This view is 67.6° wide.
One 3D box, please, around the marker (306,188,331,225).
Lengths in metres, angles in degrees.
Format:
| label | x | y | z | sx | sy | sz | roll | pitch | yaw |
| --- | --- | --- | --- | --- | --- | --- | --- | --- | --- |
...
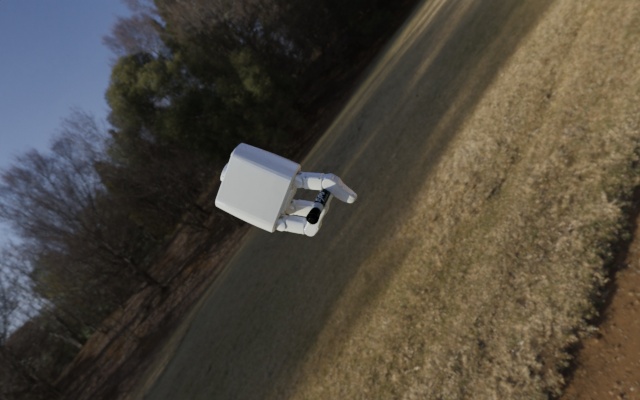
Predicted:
| label | x | y | z | sx | sy | sz | roll | pitch | yaw |
| --- | --- | --- | --- | --- | --- | --- | --- | --- | --- |
| marker | 0.000 | 0.002 | 0.725 | 0.020 | 0.020 | 0.121 | 0 | 26 | 14 |
